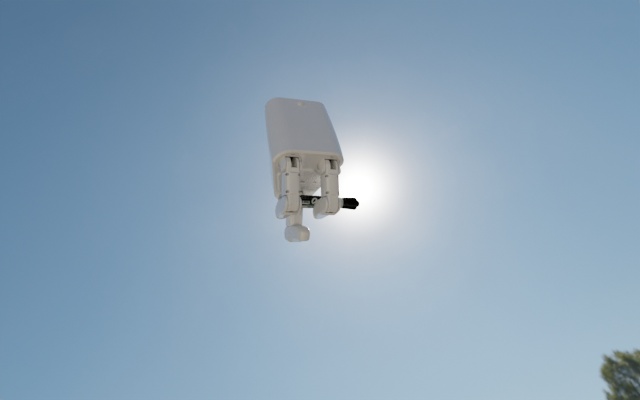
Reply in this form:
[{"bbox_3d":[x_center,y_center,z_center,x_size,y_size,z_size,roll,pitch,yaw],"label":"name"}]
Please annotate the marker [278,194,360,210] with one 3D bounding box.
[{"bbox_3d":[0.000,0.002,0.672,0.121,0.020,0.020,2,-1,-24],"label":"marker"}]
